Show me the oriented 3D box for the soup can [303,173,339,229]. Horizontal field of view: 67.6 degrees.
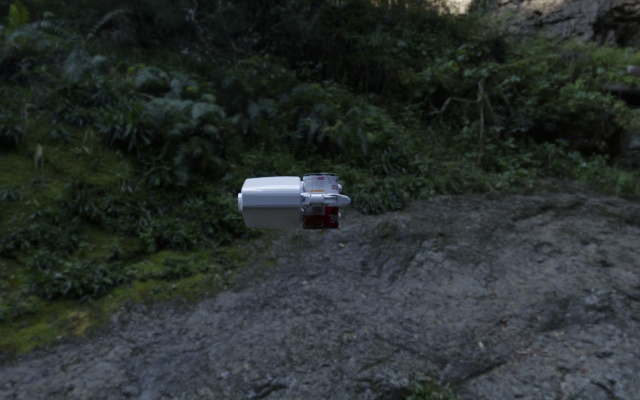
[{"bbox_3d":[0.001,0.003,0.895,0.068,0.102,0.068,0,-3,0],"label":"soup can"}]
